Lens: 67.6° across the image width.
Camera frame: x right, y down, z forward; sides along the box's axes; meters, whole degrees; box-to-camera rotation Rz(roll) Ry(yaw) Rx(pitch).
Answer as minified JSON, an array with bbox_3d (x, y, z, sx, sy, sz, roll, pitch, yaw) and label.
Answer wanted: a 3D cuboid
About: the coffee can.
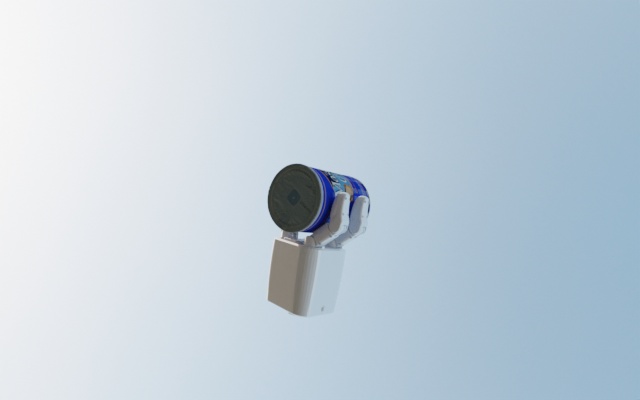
[{"bbox_3d":[0.000,0.002,0.758,0.103,0.103,0.140,0,-5,36],"label":"coffee can"}]
